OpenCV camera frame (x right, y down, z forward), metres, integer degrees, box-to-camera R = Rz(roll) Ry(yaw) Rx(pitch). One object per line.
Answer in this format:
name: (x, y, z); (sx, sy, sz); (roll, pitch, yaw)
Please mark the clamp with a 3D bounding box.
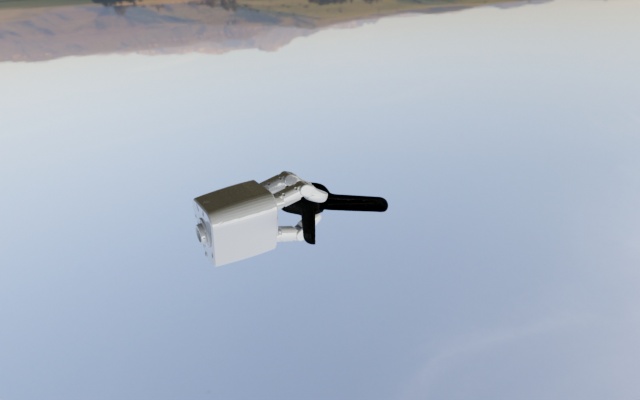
clamp: (0.000, 0.003, 0.818); (0.164, 0.036, 0.210); (-18, 28, -26)
